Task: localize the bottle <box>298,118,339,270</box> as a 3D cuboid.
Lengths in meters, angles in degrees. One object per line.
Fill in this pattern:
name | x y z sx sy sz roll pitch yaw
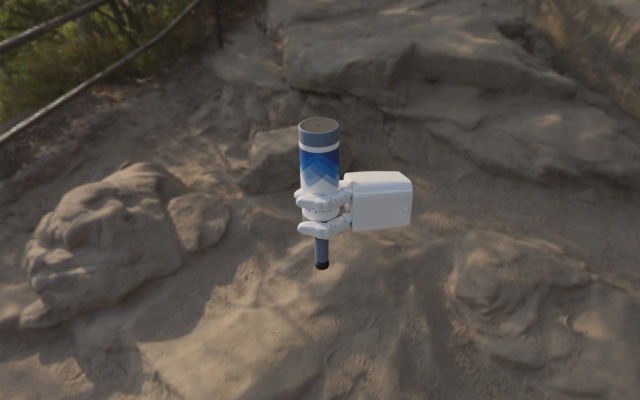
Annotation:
bottle | 0.000 0.003 0.851 0.069 0.296 0.069 -1 32 1
